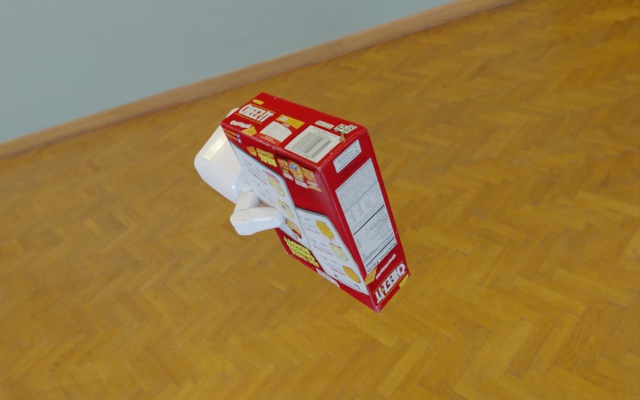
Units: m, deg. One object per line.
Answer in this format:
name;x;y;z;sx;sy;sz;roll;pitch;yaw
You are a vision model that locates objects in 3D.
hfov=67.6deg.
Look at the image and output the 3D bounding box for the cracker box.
cracker box;0.000;0.002;0.517;0.072;0.214;0.164;-42;43;-21
